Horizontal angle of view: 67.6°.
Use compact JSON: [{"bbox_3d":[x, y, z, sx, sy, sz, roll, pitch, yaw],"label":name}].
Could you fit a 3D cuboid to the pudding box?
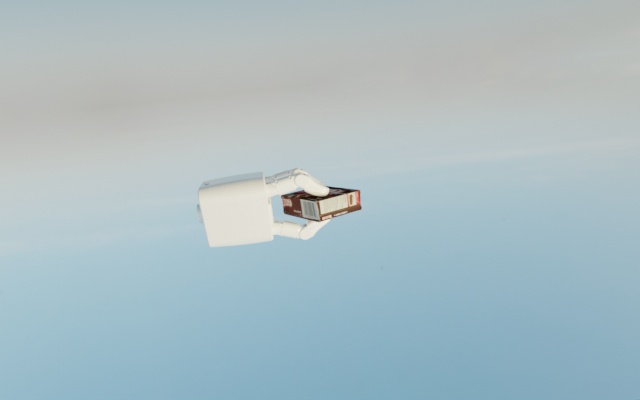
[{"bbox_3d":[0.000,0.003,0.804,0.090,0.039,0.113,-16,16,-33],"label":"pudding box"}]
